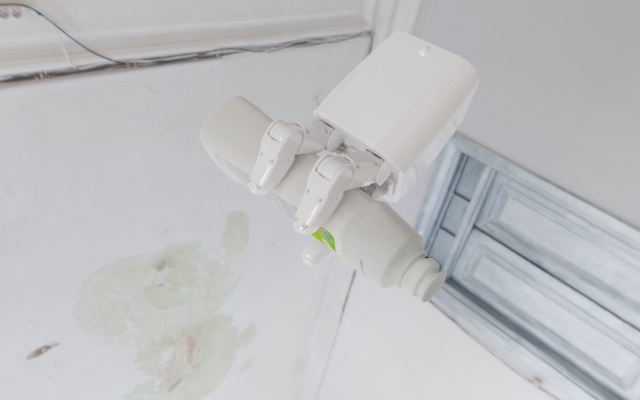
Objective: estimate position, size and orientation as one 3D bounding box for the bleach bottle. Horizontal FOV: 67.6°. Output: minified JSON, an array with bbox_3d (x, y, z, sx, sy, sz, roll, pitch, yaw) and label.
[{"bbox_3d":[0.000,0.001,0.417,0.250,0.068,0.103,37,-10,31],"label":"bleach bottle"}]
